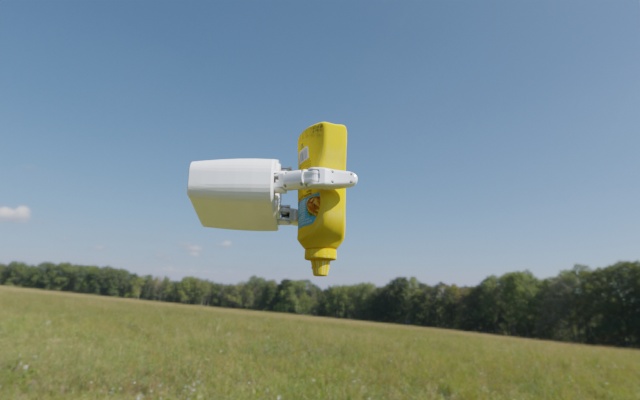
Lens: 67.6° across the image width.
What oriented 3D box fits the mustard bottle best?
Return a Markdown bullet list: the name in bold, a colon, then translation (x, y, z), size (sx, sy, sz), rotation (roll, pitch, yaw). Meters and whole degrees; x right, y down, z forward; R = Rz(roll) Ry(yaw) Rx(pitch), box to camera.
- **mustard bottle**: translation (0.000, 0.002, 0.624), size (0.058, 0.191, 0.096), rotation (7, -14, -23)
